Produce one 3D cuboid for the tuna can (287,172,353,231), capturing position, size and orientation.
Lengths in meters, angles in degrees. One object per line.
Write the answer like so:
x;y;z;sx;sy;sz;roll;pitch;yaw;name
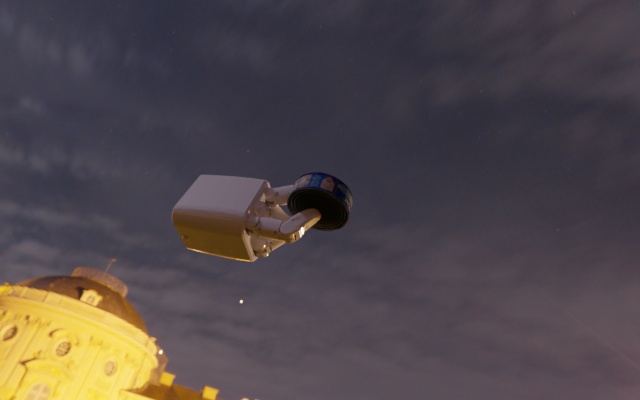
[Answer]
0.000;0.002;0.649;0.086;0.033;0.086;12;-39;10;tuna can
